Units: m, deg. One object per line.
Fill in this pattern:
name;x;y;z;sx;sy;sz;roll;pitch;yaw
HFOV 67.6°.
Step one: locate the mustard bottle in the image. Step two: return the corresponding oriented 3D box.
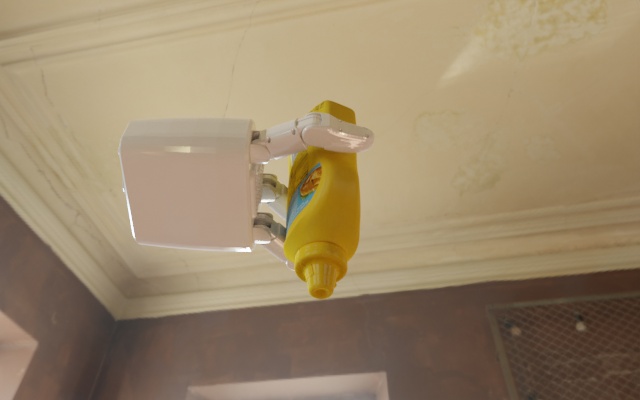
mustard bottle;0.000;0.001;0.419;0.058;0.191;0.096;19;-49;-17
